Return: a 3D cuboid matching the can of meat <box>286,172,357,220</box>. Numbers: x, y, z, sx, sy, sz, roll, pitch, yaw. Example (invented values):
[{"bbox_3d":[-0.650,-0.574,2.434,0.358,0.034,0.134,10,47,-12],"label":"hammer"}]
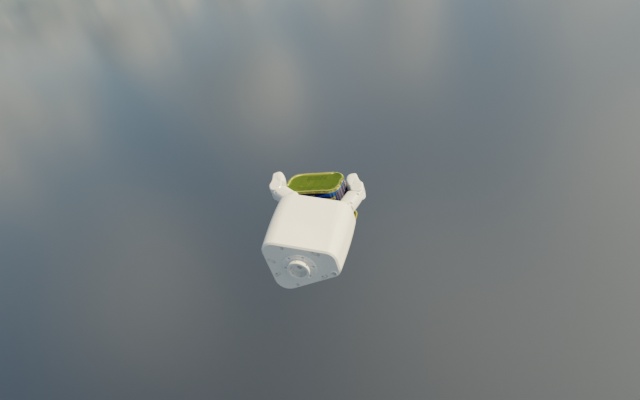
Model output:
[{"bbox_3d":[0.000,0.002,0.782,0.102,0.084,0.057,-3,38,23],"label":"can of meat"}]
